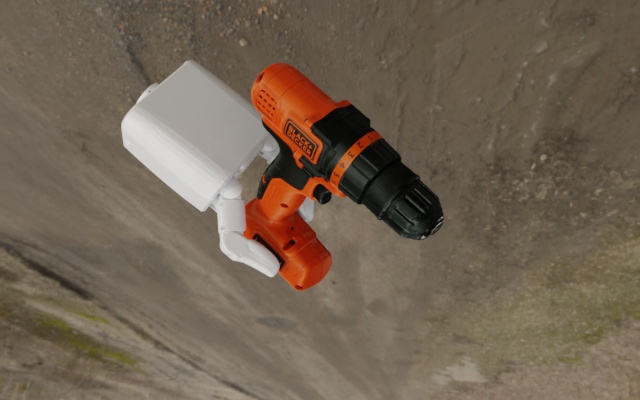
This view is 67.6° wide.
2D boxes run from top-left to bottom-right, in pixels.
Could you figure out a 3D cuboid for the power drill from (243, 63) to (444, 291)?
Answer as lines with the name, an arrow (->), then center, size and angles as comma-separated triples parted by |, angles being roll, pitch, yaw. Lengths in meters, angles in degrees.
power drill -> 0.000, 0.001, 0.418 | 0.057, 0.184, 0.188 | -31, -21, -38
